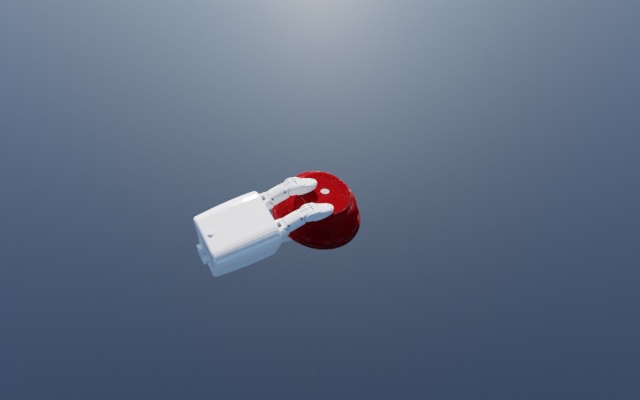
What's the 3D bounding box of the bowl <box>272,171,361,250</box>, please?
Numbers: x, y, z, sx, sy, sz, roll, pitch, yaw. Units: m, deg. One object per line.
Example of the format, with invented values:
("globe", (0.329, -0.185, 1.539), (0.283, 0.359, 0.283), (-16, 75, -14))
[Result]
("bowl", (0.001, 0.002, 0.818), (0.162, 0.162, 0.055), (0, -38, -20))
